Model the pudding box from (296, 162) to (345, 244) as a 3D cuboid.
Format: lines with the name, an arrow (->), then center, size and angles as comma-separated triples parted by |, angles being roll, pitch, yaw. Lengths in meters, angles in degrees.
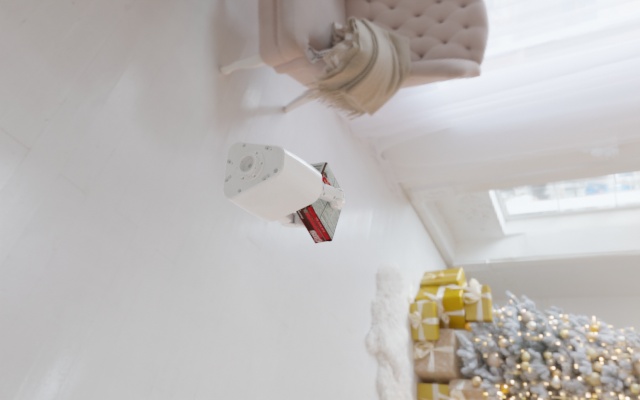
pudding box -> 0.000, 0.003, 0.815 | 0.039, 0.090, 0.113 | -7, 40, 27
